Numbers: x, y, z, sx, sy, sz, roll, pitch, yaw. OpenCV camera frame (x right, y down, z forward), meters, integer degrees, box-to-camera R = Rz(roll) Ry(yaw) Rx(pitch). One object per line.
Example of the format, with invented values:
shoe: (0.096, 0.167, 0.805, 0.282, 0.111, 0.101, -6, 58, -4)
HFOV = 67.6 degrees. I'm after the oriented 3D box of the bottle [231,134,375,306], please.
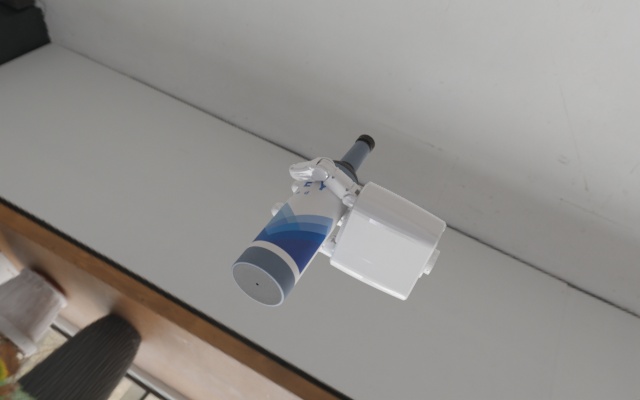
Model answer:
bottle: (0.000, 0.002, 0.603, 0.069, 0.069, 0.295, 0, 37, 35)
